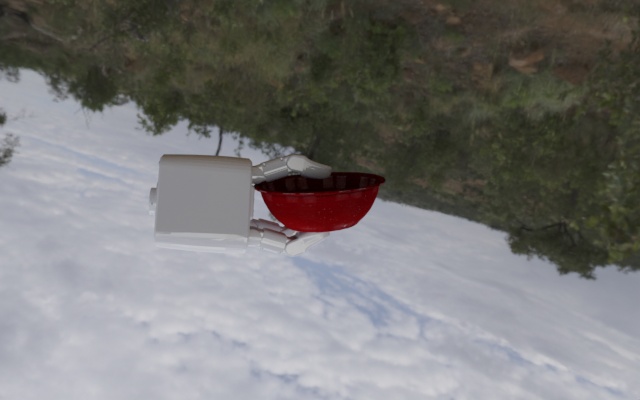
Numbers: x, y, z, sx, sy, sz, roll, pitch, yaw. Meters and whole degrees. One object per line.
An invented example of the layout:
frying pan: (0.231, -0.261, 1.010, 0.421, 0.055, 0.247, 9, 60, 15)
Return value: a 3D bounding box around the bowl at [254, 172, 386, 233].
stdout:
bowl: (0.001, 0.002, 0.591, 0.162, 0.055, 0.162, -3, 11, 1)
